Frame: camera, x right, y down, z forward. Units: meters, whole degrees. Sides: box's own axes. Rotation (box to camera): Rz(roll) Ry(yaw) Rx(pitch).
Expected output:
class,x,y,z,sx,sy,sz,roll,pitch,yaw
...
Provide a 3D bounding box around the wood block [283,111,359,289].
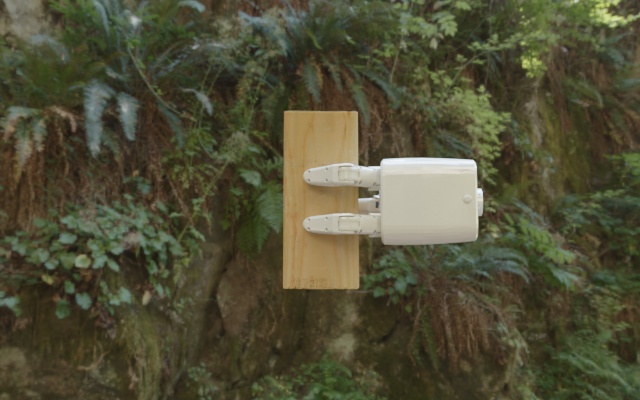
class,x,y,z,sx,sy,sz,roll,pitch,yaw
wood block,0.000,0.002,0.593,0.090,0.206,0.091,0,-5,0
